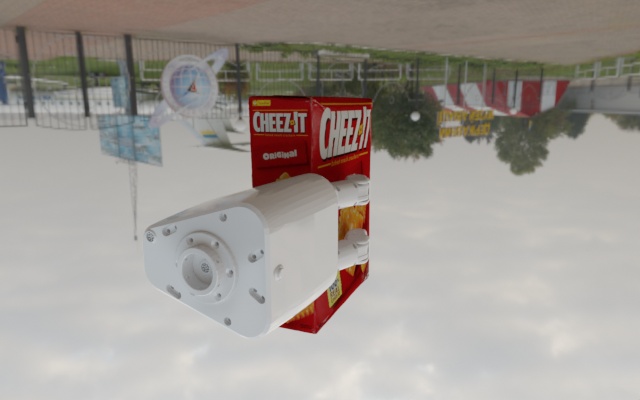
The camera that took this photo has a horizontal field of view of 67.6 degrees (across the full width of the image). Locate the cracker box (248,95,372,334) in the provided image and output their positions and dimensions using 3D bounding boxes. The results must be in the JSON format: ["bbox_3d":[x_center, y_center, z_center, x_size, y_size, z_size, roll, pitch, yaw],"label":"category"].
[{"bbox_3d":[0.000,0.002,0.492,0.072,0.214,0.164,5,13,23],"label":"cracker box"}]
